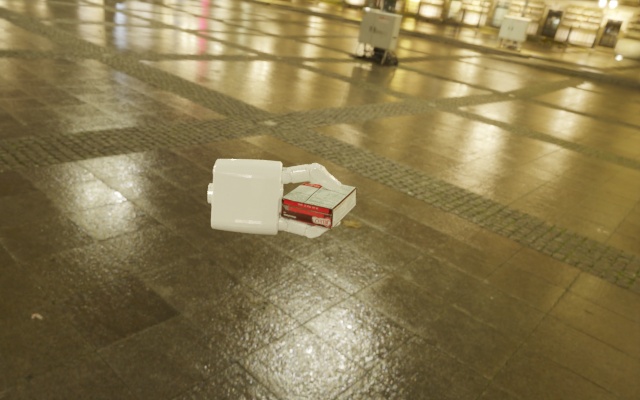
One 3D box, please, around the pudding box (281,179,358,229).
[{"bbox_3d":[0.000,0.002,0.778,0.090,0.039,0.113,14,26,21],"label":"pudding box"}]
